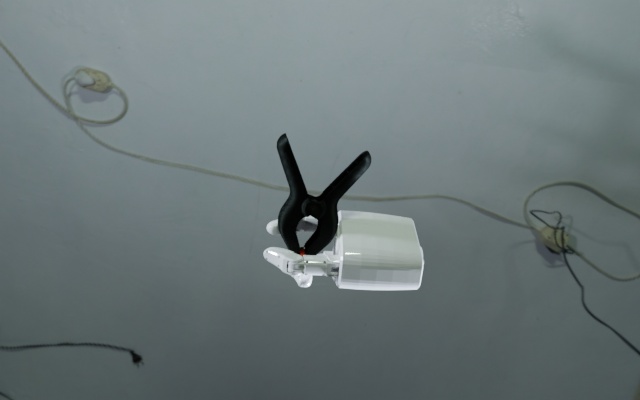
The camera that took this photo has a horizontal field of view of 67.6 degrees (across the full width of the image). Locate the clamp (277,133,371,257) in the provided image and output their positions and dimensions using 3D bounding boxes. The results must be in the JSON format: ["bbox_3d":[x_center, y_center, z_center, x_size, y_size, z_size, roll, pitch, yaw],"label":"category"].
[{"bbox_3d":[0.000,0.002,0.614,0.120,0.171,0.039,4,18,-3],"label":"clamp"}]
